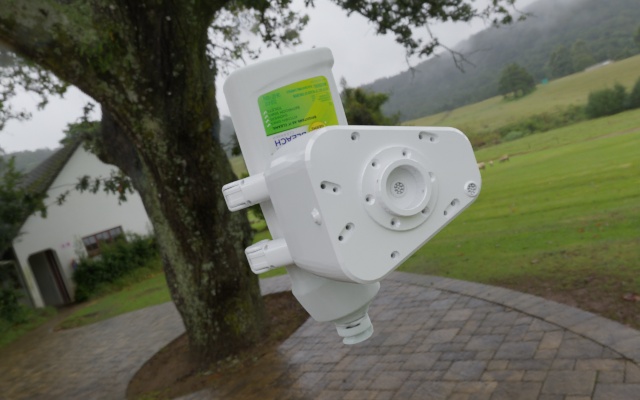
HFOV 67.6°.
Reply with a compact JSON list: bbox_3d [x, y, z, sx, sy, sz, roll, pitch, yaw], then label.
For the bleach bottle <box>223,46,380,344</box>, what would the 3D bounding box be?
[{"bbox_3d":[0.000,0.001,0.424,0.102,0.251,0.068,-20,3,-19],"label":"bleach bottle"}]
